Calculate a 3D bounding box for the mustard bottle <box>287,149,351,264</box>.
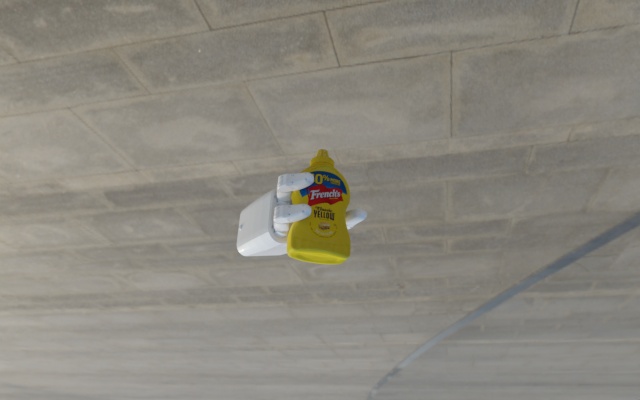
[{"bbox_3d":[0.000,0.003,0.765,0.096,0.191,0.058,9,-28,-13],"label":"mustard bottle"}]
